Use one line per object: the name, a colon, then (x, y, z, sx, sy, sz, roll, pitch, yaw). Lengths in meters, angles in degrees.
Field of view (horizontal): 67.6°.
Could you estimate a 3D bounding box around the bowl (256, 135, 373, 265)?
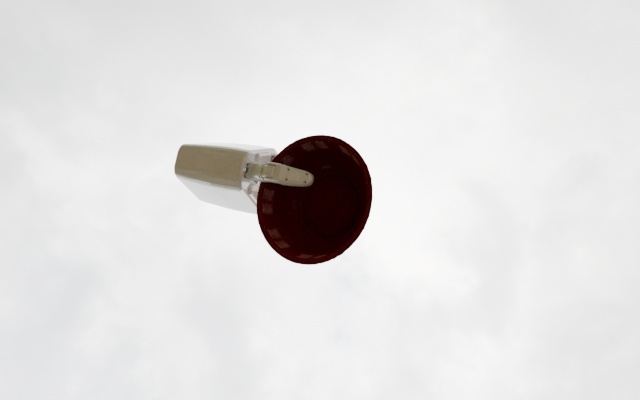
bowl: (0.001, 0.003, 0.603, 0.162, 0.162, 0.055, 0, -11, 29)
